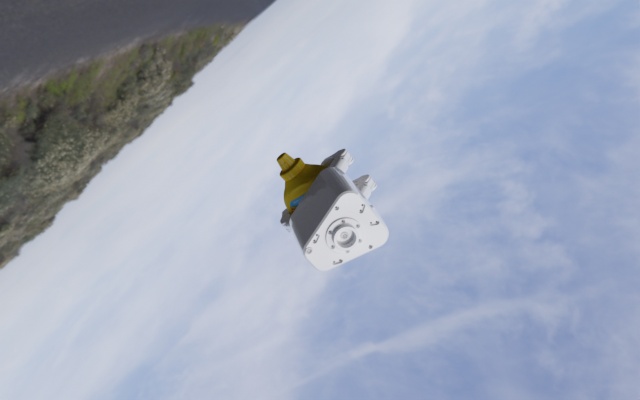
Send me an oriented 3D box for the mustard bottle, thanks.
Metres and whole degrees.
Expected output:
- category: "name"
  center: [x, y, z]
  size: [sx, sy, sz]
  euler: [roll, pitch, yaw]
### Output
- category: "mustard bottle"
  center: [0.000, 0.002, 0.735]
  size: [0.096, 0.192, 0.058]
  euler: [-30, 24, 26]
